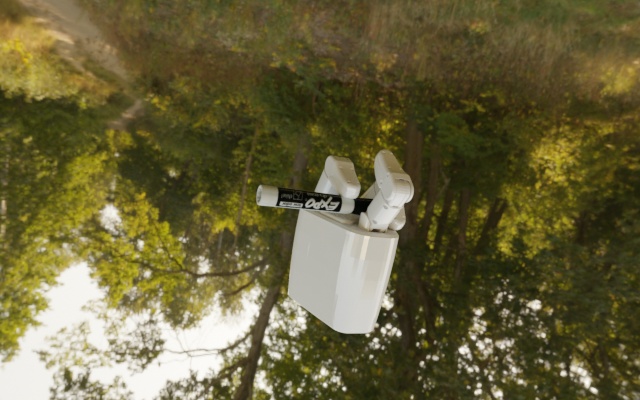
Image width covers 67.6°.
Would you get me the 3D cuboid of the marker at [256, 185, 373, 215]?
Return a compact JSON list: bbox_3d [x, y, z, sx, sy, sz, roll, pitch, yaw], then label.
[{"bbox_3d":[0.000,0.001,0.453,0.121,0.020,0.020,7,-3,-23],"label":"marker"}]
